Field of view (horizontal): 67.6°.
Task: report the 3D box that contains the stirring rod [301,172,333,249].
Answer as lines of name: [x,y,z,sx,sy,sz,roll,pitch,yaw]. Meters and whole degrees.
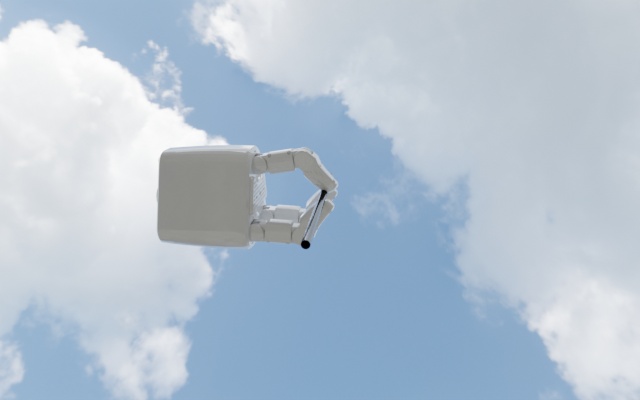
stirring rod: [0.000,0.002,0.499,0.011,0.011,0.239,0,16,6]
